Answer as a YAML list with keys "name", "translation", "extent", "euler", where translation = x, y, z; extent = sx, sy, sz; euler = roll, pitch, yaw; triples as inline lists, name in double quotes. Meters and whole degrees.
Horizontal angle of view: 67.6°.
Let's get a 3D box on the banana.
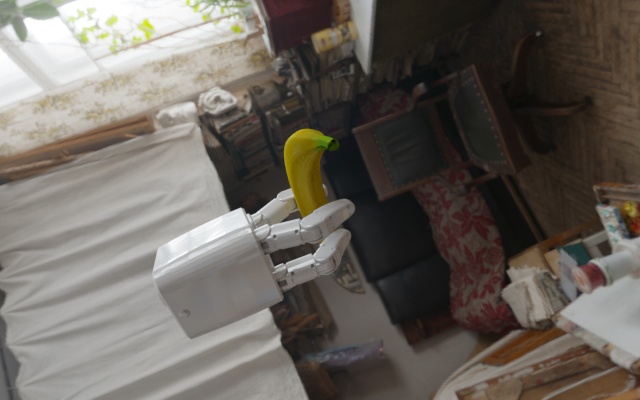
- name: "banana"
  translation: [-0.009, -0.014, 0.510]
  extent: [0.037, 0.069, 0.198]
  euler: [-26, -31, -13]
